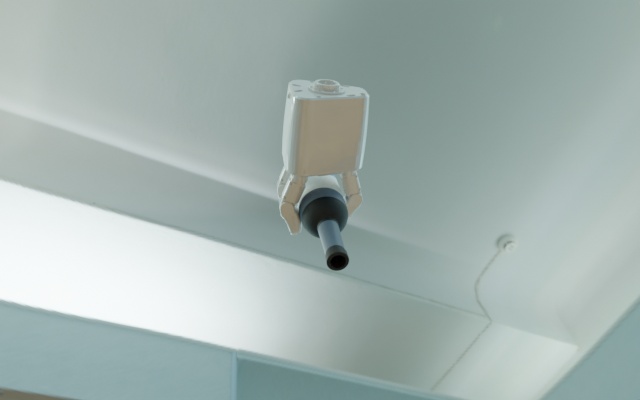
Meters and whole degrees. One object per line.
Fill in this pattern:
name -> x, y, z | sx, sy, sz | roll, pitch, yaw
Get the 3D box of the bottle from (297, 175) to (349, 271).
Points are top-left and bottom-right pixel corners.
bottle -> 0.000, 0.002, 0.691 | 0.069, 0.069, 0.295 | 0, 29, -9
